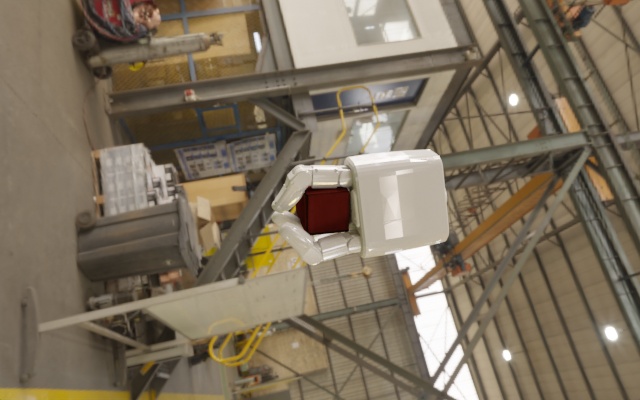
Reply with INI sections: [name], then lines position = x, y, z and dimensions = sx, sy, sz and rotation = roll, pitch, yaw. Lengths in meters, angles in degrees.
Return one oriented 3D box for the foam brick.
[foam brick]
position = 0.000, 0.002, 0.572
dimensions = 0.051, 0.053, 0.078
rotation = -6, 23, -11
